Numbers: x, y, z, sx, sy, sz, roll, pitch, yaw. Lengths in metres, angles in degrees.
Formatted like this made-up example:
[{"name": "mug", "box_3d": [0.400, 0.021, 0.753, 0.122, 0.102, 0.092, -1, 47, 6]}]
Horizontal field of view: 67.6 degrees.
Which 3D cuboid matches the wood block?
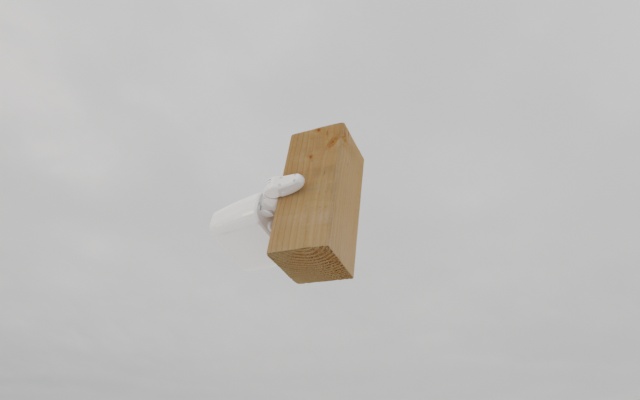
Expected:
[{"name": "wood block", "box_3d": [0.000, 0.002, 0.675, 0.090, 0.206, 0.091, -10, -38, 24]}]
